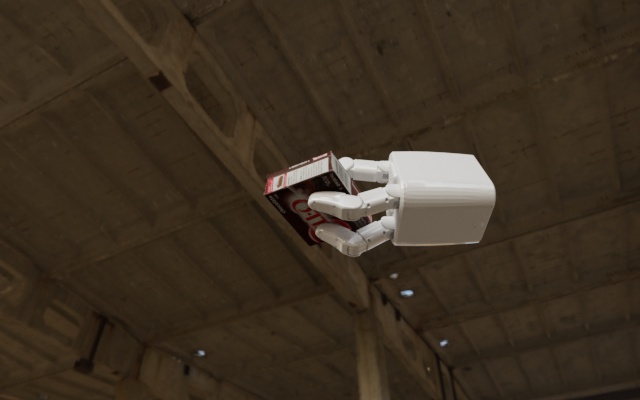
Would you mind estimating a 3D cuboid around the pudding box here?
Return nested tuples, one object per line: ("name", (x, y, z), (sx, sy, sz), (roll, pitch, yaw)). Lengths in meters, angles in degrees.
("pudding box", (0.000, 0.002, 0.573), (0.090, 0.039, 0.114), (-20, -48, 20))
